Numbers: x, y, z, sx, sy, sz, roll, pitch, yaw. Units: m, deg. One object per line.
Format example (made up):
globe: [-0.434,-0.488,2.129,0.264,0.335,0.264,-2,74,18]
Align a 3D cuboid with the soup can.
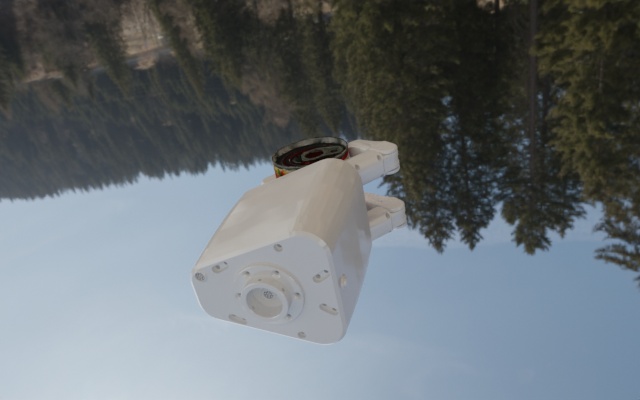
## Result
soup can: [0.000,0.001,0.436,0.068,0.102,0.068,-10,26,5]
